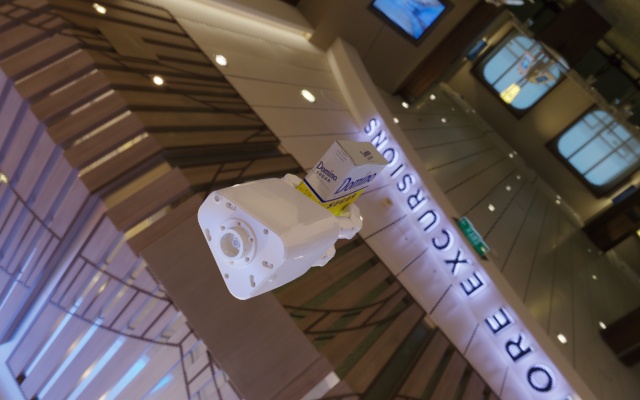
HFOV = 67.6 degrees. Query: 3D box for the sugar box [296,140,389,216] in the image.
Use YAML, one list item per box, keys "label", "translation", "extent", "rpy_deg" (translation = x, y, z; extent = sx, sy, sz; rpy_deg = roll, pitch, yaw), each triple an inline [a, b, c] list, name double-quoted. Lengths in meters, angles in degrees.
- label: "sugar box"
  translation: [0.000, 0.002, 0.601]
  extent: [0.176, 0.048, 0.093]
  rpy_deg: [-46, -18, 27]
